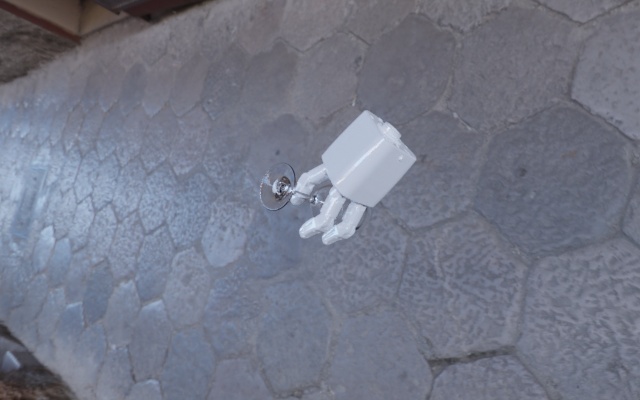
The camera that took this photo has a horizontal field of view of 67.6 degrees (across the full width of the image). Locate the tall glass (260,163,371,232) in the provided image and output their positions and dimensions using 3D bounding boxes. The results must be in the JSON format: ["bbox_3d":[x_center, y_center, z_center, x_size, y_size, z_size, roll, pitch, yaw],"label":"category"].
[{"bbox_3d":[0.000,0.002,0.781,0.079,0.079,0.201,0,-14,42],"label":"tall glass"}]
